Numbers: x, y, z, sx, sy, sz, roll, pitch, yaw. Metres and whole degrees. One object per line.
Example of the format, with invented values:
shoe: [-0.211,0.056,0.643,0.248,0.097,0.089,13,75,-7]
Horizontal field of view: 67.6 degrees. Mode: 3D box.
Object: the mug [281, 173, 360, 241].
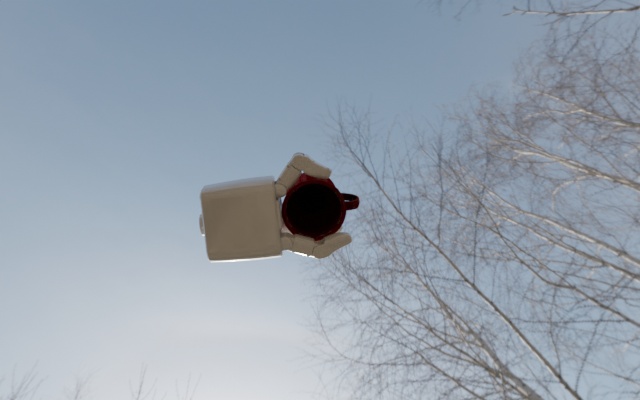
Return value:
mug: [0.002,0.002,0.719,0.117,0.093,0.081,-6,17,-2]
